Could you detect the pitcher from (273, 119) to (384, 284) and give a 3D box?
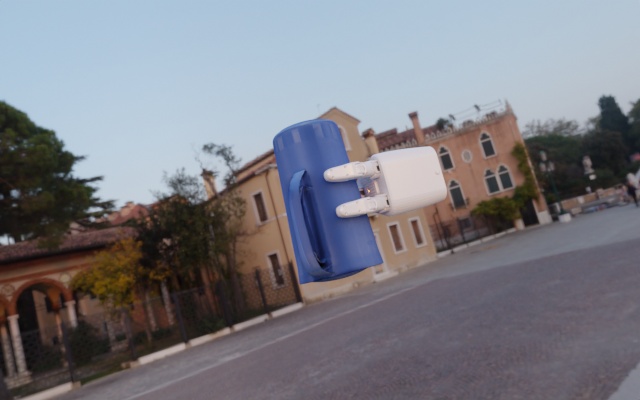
[{"bbox_3d":[0.000,0.002,0.736,0.145,0.243,0.149,-12,-8,-21],"label":"pitcher"}]
